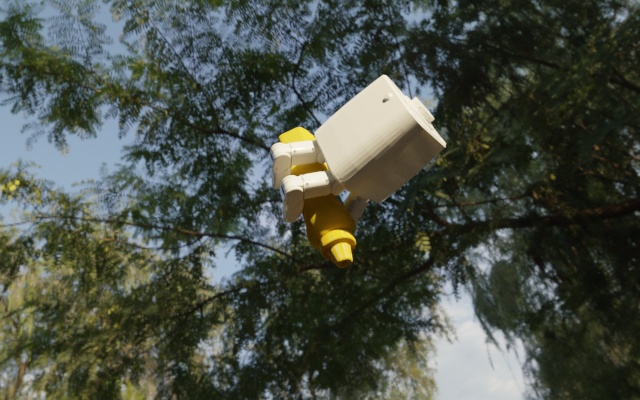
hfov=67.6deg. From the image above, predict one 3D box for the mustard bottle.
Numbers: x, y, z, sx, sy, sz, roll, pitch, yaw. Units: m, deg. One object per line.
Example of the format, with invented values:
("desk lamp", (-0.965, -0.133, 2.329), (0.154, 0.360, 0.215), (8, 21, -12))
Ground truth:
("mustard bottle", (0.000, 0.002, 0.582), (0.058, 0.191, 0.096), (-23, -41, 0))
